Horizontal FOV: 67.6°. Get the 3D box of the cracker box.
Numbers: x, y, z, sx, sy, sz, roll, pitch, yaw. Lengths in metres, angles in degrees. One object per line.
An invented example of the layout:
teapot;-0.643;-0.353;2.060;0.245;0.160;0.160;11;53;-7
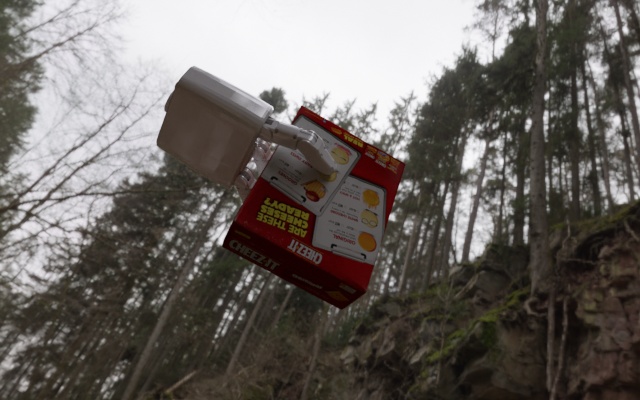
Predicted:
cracker box;0.000;0.002;0.594;0.164;0.213;0.072;29;-39;-6
